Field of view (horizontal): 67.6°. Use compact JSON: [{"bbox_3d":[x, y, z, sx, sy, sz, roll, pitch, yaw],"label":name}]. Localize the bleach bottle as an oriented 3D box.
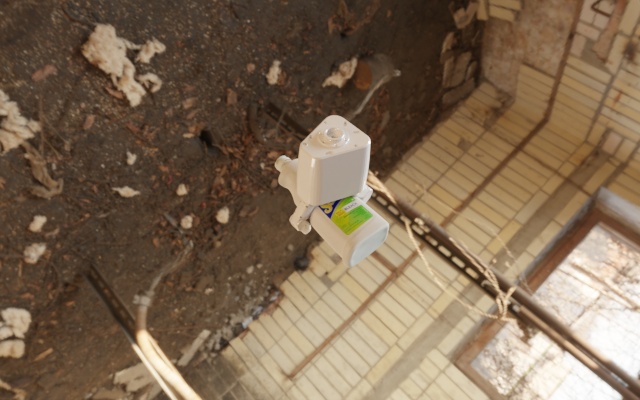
[{"bbox_3d":[0.000,0.003,0.855,0.102,0.068,0.250,-33,58,-27],"label":"bleach bottle"}]
